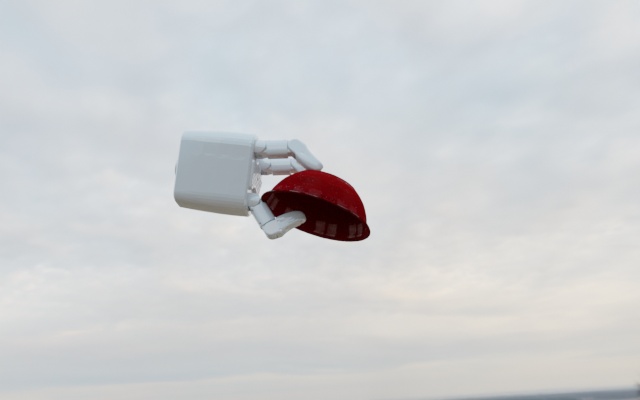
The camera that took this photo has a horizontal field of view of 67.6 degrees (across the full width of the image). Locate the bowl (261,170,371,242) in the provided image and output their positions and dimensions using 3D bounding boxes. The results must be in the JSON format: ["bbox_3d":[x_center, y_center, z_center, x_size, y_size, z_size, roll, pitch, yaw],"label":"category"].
[{"bbox_3d":[0.001,0.002,0.679,0.162,0.055,0.162,17,-21,7],"label":"bowl"}]
